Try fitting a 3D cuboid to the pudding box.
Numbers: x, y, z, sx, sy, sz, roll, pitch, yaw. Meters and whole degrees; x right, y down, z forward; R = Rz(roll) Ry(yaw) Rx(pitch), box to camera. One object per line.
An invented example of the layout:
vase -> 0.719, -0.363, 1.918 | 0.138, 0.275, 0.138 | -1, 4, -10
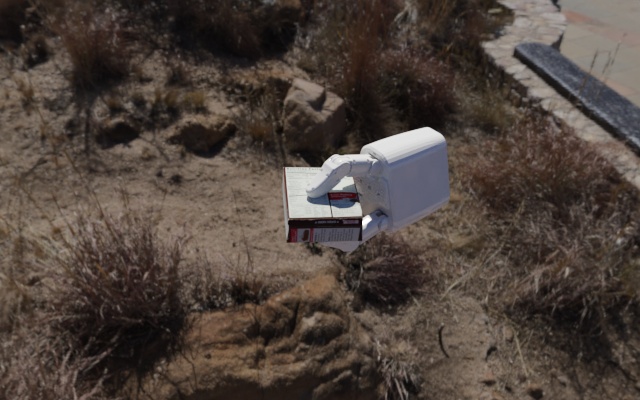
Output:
pudding box -> 0.000, 0.002, 0.583 | 0.090, 0.039, 0.113 | -1, 35, -6
